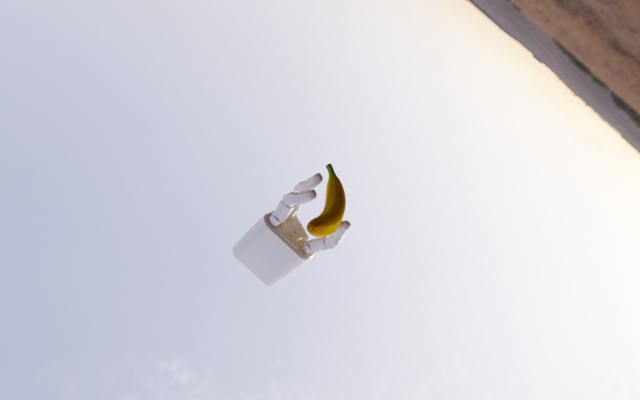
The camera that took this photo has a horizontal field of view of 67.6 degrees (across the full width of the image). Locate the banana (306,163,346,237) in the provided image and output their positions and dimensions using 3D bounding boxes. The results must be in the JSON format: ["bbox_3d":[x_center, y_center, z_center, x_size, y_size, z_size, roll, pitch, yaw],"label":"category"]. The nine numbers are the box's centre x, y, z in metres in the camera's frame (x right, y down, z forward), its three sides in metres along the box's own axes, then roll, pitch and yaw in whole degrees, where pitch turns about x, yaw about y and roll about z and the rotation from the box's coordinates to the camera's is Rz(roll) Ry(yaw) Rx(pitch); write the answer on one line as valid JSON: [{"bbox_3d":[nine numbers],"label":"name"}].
[{"bbox_3d":[0.013,0.013,0.807,0.037,0.070,0.197,-33,22,26],"label":"banana"}]
